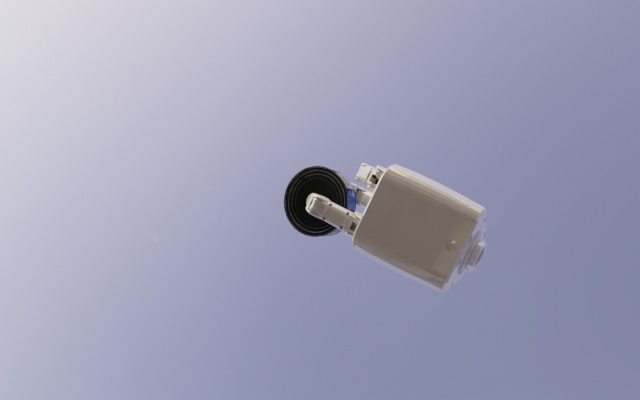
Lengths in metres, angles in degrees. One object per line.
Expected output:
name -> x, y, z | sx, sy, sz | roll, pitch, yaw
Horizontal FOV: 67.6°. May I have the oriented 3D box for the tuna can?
tuna can -> 0.000, 0.002, 0.589 | 0.086, 0.086, 0.034 | 0, -4, 25
